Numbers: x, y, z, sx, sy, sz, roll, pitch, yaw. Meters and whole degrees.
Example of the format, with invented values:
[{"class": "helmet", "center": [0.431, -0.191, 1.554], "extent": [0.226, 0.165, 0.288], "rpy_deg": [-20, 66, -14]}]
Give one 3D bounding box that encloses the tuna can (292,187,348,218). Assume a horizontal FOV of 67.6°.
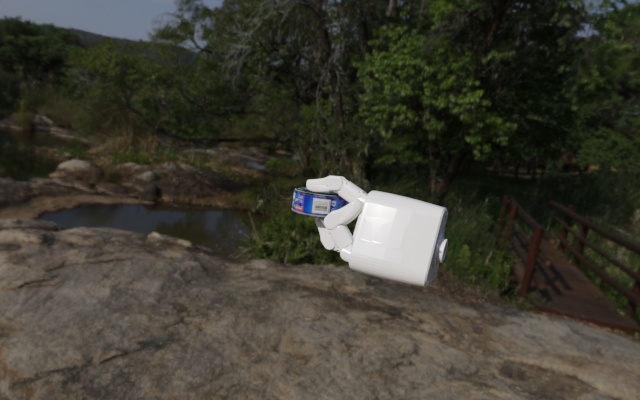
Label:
[{"class": "tuna can", "center": [0.000, 0.002, 0.729], "extent": [0.086, 0.034, 0.086], "rpy_deg": [6, 8, -1]}]
